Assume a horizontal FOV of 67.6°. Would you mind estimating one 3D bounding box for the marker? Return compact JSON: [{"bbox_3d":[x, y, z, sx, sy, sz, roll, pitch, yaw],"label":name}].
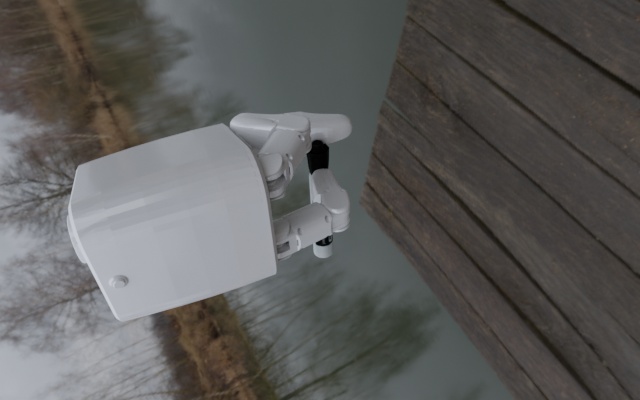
[{"bbox_3d":[0.000,0.001,0.413,0.020,0.121,0.020,-2,39,2],"label":"marker"}]
